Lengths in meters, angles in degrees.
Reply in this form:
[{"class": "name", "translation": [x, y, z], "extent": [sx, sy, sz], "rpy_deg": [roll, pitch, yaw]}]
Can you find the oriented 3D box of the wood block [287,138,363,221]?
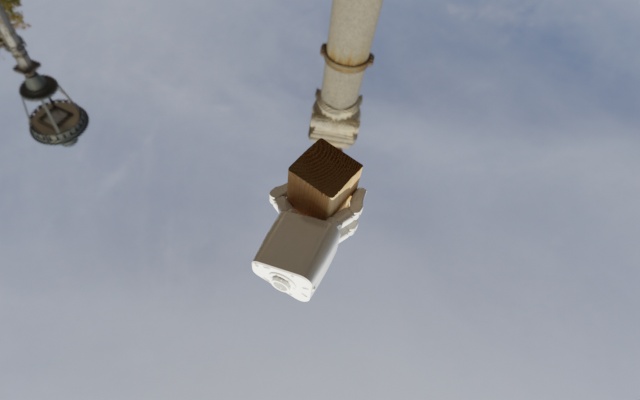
[{"class": "wood block", "translation": [0.000, 0.003, 0.841], "extent": [0.091, 0.090, 0.206], "rpy_deg": [35, -30, 16]}]
